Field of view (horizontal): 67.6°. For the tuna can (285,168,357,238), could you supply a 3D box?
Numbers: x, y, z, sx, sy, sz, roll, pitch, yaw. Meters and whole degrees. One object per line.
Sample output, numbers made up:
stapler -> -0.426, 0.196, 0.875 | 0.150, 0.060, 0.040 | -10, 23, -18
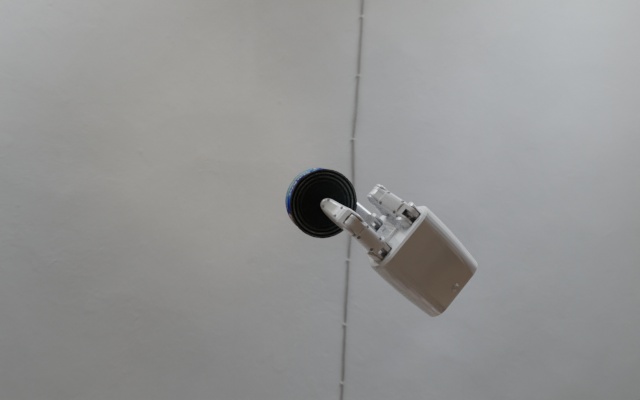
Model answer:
tuna can -> 0.000, 0.002, 0.597 | 0.086, 0.086, 0.033 | 0, 8, -16
